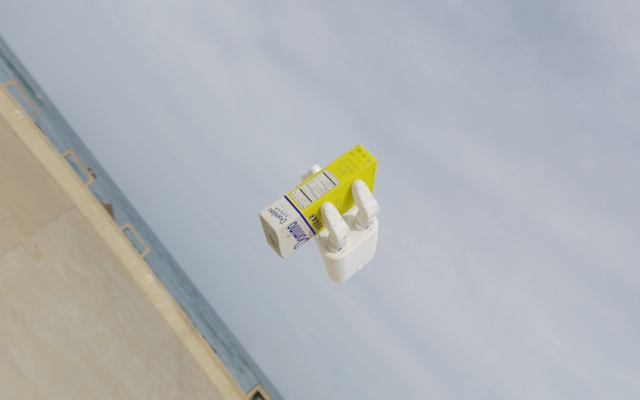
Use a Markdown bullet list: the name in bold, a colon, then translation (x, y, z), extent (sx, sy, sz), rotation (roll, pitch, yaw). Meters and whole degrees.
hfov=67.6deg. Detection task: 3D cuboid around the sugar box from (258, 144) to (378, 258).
- **sugar box**: translation (0.001, 0.003, 0.673), extent (0.176, 0.048, 0.093), rotation (-38, -25, -17)
